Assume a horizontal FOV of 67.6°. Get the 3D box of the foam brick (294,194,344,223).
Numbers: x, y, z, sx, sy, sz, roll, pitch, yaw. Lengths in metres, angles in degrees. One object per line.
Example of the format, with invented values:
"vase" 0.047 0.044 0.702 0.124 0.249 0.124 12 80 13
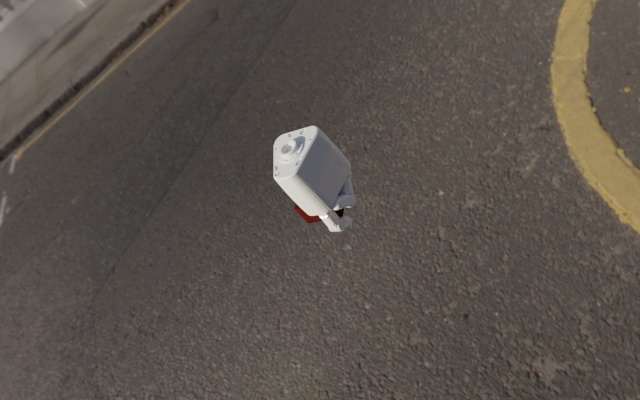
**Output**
"foam brick" 0.000 0.003 0.876 0.078 0.053 0.051 -11 -38 32
